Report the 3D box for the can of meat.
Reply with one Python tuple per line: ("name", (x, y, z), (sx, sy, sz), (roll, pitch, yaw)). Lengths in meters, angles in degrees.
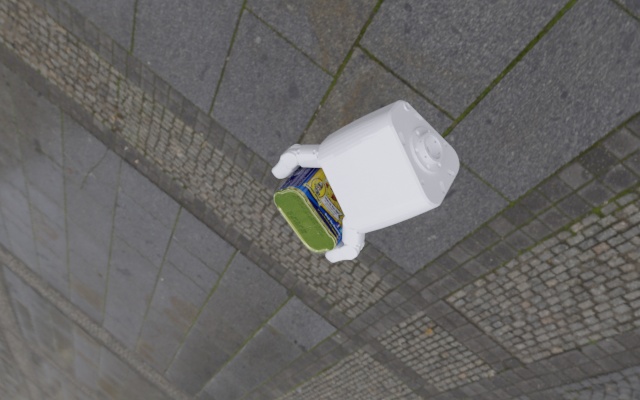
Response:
("can of meat", (0.000, 0.002, 0.592), (0.057, 0.102, 0.084), (-18, 25, 44))
